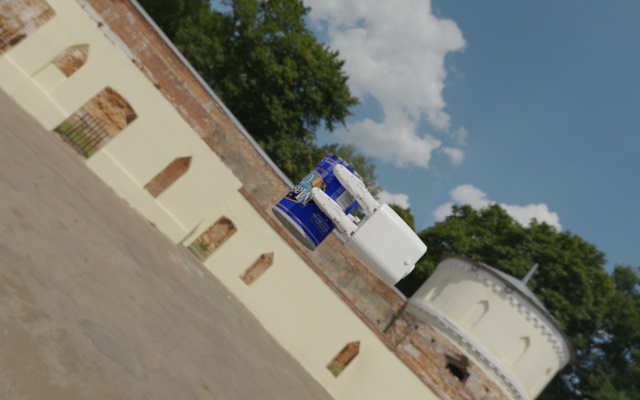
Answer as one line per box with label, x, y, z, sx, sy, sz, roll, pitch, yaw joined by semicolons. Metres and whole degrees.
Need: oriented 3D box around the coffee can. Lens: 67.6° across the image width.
coffee can;0.000;0.003;0.829;0.140;0.103;0.103;-45;11;-11
